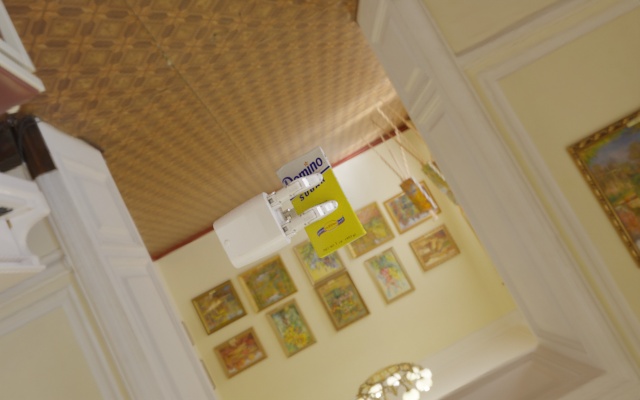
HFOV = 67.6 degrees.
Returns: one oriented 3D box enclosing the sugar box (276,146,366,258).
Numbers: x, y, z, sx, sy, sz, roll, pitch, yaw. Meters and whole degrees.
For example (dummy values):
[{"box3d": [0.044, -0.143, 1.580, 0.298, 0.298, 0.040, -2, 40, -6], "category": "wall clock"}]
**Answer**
[{"box3d": [0.000, 0.003, 0.845, 0.093, 0.176, 0.048, -29, -6, 5], "category": "sugar box"}]
